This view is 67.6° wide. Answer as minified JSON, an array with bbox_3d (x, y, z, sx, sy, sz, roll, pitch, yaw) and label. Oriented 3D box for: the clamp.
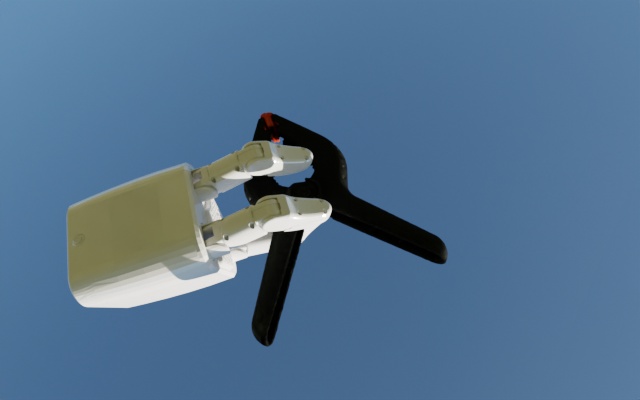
[{"bbox_3d":[0.000,0.001,0.416,0.164,0.209,0.036,-17,-30,-3],"label":"clamp"}]
